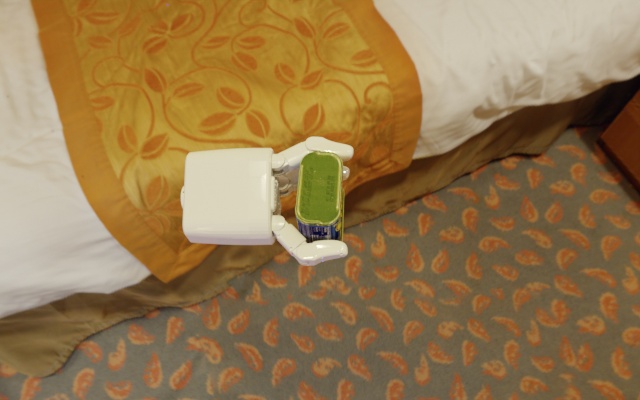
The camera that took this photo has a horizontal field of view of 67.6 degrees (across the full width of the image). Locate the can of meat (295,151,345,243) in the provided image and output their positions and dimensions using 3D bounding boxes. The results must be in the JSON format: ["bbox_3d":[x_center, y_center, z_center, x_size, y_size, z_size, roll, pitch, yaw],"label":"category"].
[{"bbox_3d":[0.000,0.002,0.585,0.057,0.102,0.084,2,-27,4],"label":"can of meat"}]
